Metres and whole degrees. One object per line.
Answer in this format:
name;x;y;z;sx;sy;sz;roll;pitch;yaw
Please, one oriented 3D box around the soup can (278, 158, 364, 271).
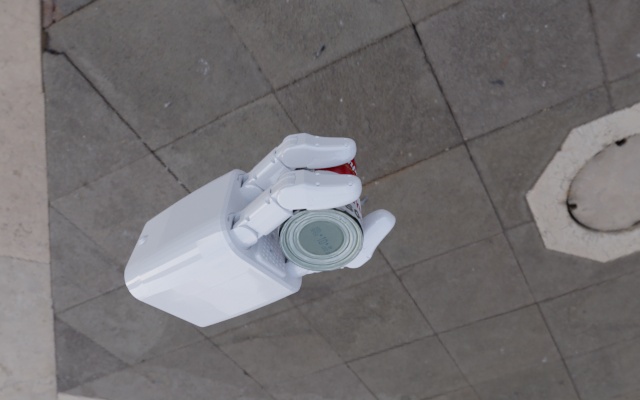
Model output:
soup can;0.001;0.001;0.406;0.068;0.069;0.102;0;36;0
